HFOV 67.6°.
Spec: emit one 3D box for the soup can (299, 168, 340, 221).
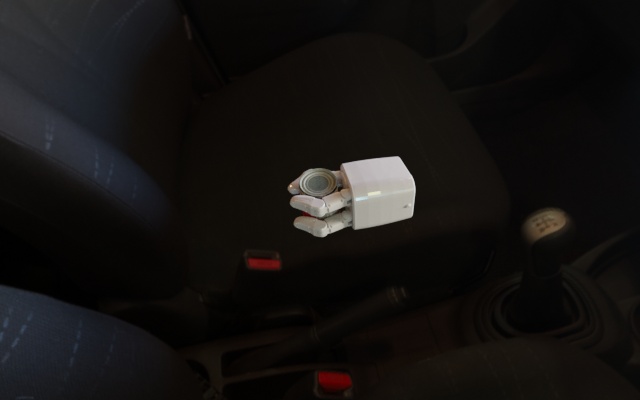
[{"bbox_3d":[0.000,0.003,0.832,0.068,0.068,0.102,0,-41,5],"label":"soup can"}]
